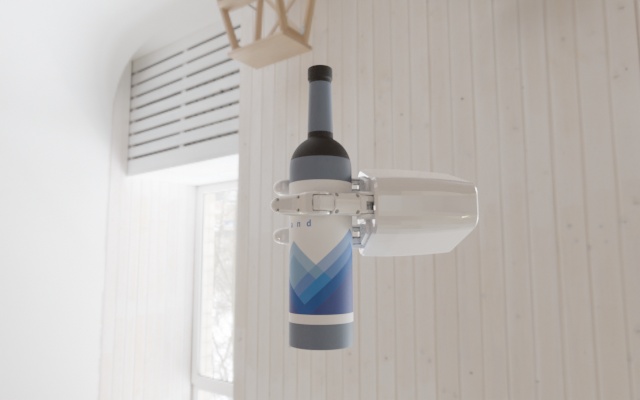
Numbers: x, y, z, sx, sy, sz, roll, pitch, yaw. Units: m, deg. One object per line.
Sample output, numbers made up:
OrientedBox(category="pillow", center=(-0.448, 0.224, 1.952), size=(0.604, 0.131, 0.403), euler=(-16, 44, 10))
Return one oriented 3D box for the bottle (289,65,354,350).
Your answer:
OrientedBox(category="bottle", center=(0.000, 0.002, 0.507), size=(0.069, 0.295, 0.069), euler=(0, -7, 0))
